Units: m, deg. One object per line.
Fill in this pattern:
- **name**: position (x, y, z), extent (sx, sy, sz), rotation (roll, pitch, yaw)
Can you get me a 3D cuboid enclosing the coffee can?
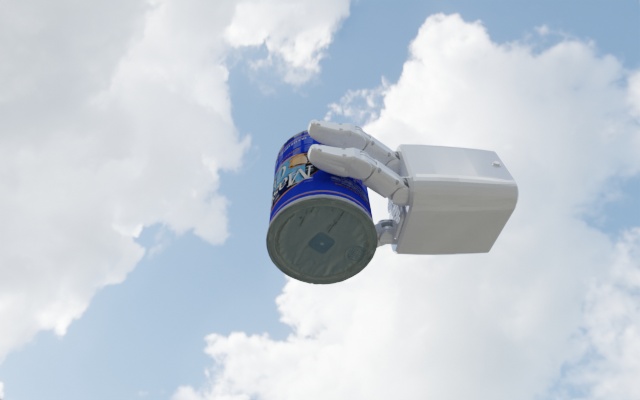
- **coffee can**: position (0.000, 0.002, 0.494), extent (0.103, 0.103, 0.140), rotation (0, 34, -1)
